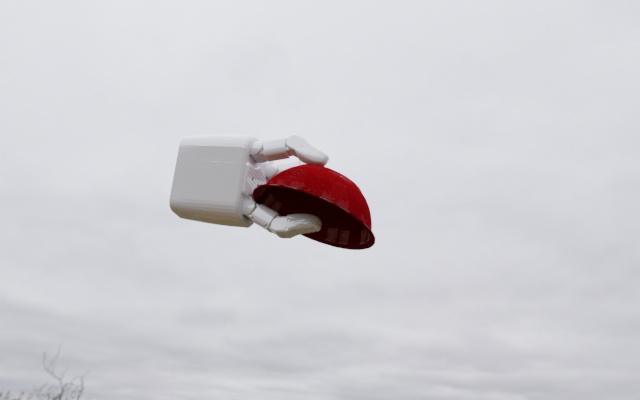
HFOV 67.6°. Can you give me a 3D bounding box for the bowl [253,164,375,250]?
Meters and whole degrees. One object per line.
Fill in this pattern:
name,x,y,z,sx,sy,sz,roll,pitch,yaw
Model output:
bowl,0.002,0.002,0.595,0.162,0.055,0.162,21,-21,8
